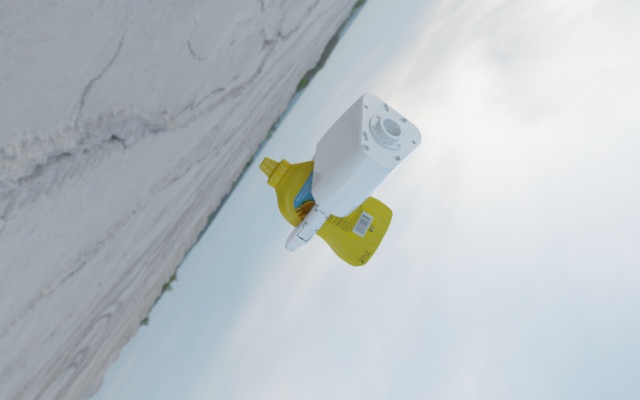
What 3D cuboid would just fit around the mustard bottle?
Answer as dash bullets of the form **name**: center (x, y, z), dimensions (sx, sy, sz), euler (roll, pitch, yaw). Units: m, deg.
- **mustard bottle**: center (0.000, 0.002, 0.650), dimensions (0.191, 0.096, 0.058), euler (35, -18, -9)
